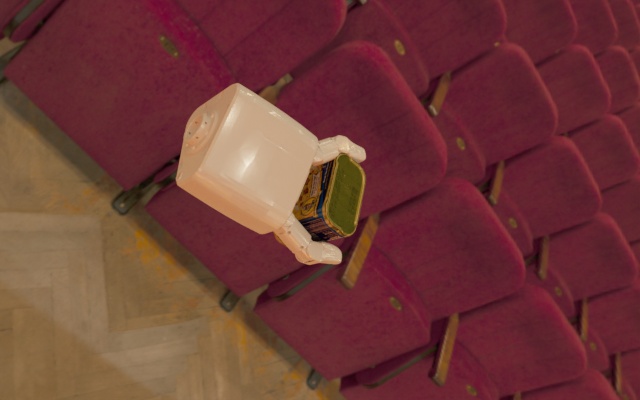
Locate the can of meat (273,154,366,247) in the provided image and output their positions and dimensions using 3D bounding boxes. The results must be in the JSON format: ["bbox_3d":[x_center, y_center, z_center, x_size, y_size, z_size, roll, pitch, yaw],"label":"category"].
[{"bbox_3d":[0.000,0.002,0.554,0.084,0.102,0.057,-19,-44,42],"label":"can of meat"}]
